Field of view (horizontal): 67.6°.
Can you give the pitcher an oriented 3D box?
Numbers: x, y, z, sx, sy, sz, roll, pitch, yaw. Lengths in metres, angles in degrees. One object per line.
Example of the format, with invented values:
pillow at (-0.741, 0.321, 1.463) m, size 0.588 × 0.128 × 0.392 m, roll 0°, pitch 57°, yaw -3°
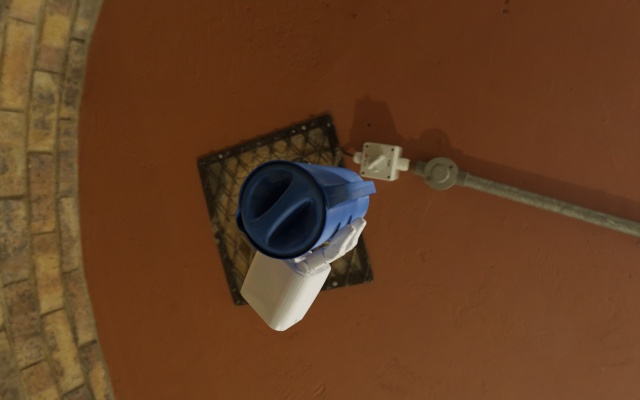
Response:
pitcher at (0.000, 0.003, 0.732) m, size 0.149 × 0.145 × 0.243 m, roll 31°, pitch 16°, yaw 18°
